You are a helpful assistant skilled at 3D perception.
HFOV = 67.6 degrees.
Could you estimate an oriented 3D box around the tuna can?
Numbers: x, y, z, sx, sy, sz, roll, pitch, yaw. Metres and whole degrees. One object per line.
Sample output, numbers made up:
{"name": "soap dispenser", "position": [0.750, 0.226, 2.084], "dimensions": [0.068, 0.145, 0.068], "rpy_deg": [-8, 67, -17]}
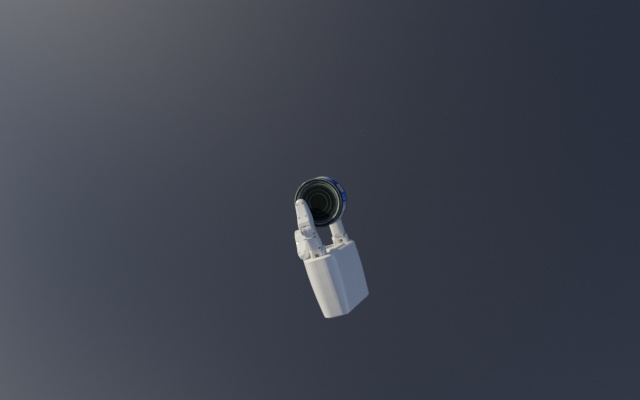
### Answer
{"name": "tuna can", "position": [0.000, 0.003, 0.812], "dimensions": [0.086, 0.086, 0.034], "rpy_deg": [0, 5, 16]}
